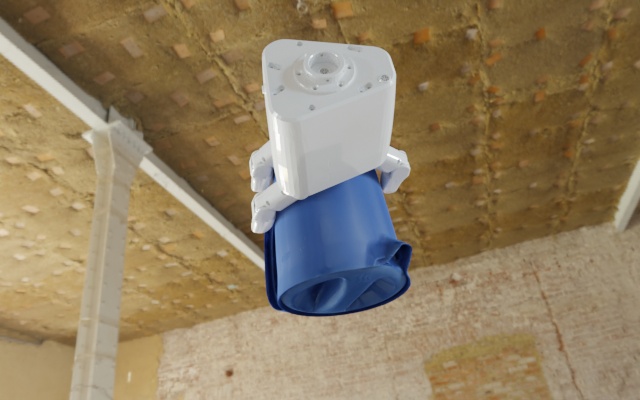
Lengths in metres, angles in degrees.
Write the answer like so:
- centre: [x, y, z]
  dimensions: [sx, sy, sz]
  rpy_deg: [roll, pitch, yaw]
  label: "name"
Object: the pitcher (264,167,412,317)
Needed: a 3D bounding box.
- centre: [0.000, 0.002, 0.536]
  dimensions: [0.149, 0.242, 0.145]
  rpy_deg: [-8, -31, -3]
  label: "pitcher"
